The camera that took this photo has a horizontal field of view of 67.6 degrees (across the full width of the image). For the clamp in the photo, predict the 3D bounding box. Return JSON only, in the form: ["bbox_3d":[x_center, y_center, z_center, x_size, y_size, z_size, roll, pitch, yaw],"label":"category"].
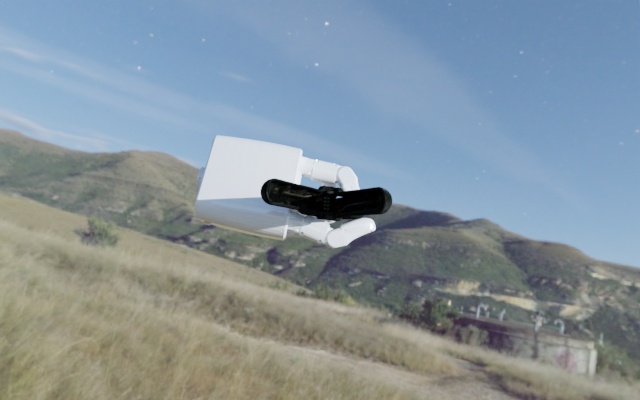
[{"bbox_3d":[0.000,0.001,0.504,0.120,0.039,0.171,12,-8,-3],"label":"clamp"}]
